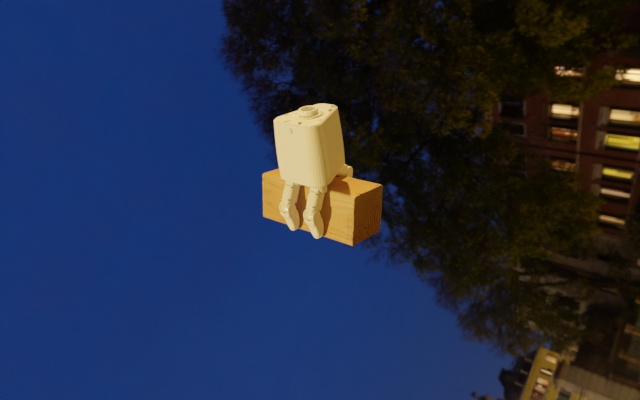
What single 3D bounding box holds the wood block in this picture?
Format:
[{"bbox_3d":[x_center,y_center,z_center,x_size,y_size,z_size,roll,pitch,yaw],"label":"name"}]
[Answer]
[{"bbox_3d":[0.000,0.002,0.867,0.206,0.090,0.091,16,25,35],"label":"wood block"}]
